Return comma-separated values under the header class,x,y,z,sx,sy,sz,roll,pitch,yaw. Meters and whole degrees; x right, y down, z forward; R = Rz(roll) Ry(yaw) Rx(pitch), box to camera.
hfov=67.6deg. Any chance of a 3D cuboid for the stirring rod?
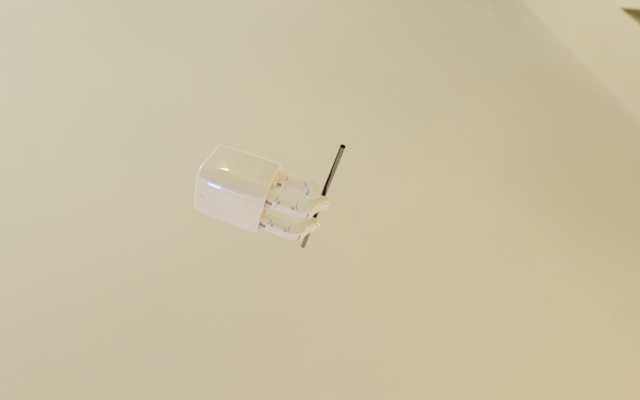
class,x,y,z,sx,sy,sz,roll,pitch,yaw
stirring rod,0.000,0.002,0.746,0.011,0.011,0.240,0,-40,-19
